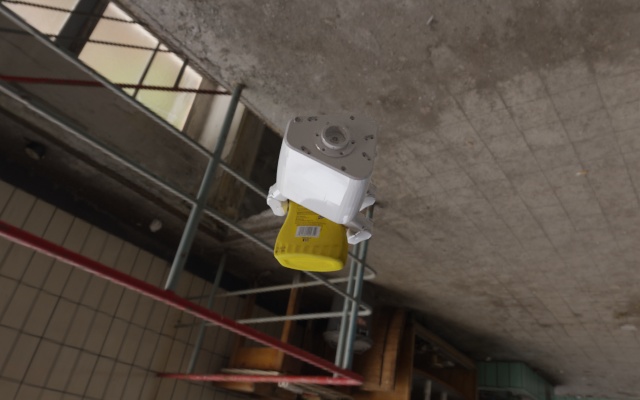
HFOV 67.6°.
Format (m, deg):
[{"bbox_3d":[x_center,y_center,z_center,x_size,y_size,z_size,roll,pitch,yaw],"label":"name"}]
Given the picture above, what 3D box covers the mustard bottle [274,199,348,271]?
[{"bbox_3d":[0.000,0.003,0.676,0.096,0.191,0.058,0,-31,19],"label":"mustard bottle"}]
